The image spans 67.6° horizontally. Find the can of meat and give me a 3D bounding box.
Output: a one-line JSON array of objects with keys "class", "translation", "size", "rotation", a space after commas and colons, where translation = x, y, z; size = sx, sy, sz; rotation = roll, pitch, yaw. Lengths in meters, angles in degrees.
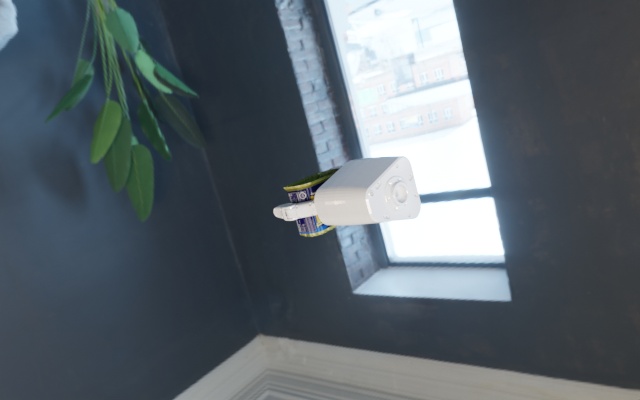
[{"class": "can of meat", "translation": [0.000, 0.003, 0.768], "size": [0.102, 0.084, 0.057], "rotation": [-25, 13, -41]}]
